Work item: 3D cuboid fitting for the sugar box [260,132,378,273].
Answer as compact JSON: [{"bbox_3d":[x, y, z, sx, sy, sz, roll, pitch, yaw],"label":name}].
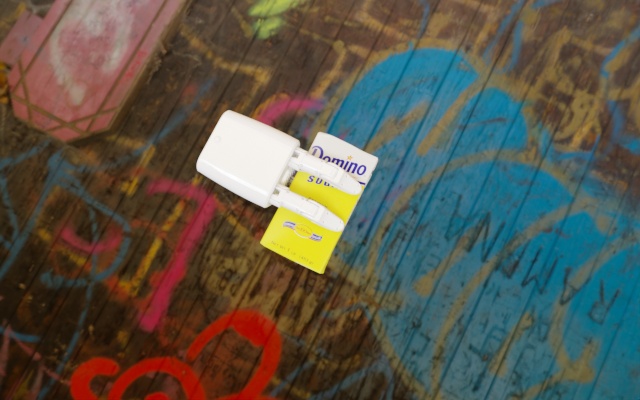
[{"bbox_3d":[0.000,0.002,0.655,0.093,0.176,0.048,26,-7,6],"label":"sugar box"}]
